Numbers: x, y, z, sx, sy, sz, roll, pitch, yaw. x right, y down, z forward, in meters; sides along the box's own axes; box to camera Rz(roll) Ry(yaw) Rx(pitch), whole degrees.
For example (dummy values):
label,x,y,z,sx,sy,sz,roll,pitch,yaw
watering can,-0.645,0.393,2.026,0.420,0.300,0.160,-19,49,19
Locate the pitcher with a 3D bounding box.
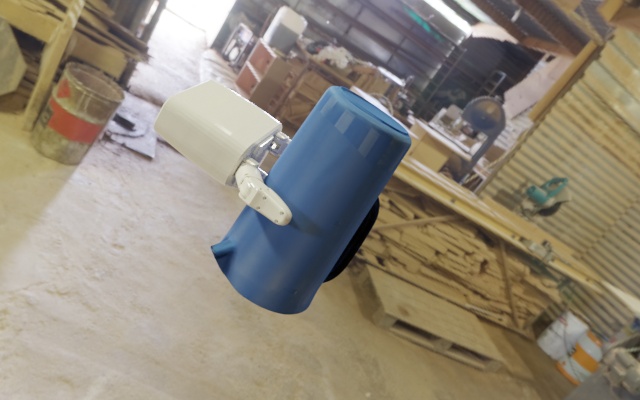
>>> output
label,x,y,z,sx,sy,sz,roll,pitch,yaw
pitcher,0.000,0.002,0.549,0.145,0.243,0.149,36,18,3
